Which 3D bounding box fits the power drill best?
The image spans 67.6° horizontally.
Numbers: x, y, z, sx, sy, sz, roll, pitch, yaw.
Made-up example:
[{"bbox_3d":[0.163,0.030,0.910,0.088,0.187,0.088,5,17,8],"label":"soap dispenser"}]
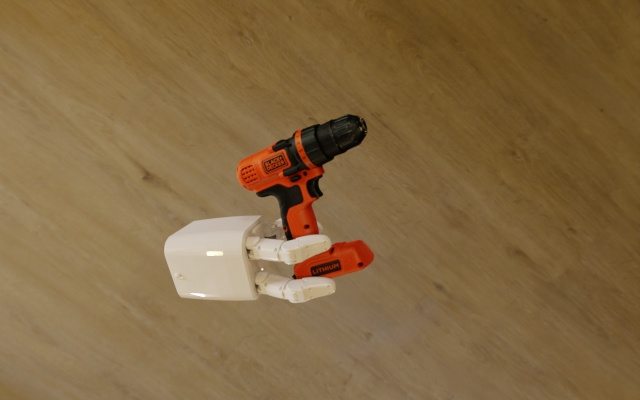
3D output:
[{"bbox_3d":[0.000,0.003,0.605,0.184,0.187,0.057,-20,3,27],"label":"power drill"}]
